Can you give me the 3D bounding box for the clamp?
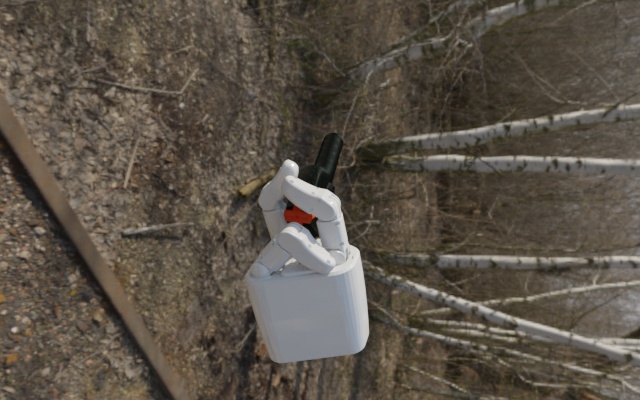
[{"bbox_3d":[0.001,0.002,0.550,0.039,0.120,0.171,-2,24,20],"label":"clamp"}]
